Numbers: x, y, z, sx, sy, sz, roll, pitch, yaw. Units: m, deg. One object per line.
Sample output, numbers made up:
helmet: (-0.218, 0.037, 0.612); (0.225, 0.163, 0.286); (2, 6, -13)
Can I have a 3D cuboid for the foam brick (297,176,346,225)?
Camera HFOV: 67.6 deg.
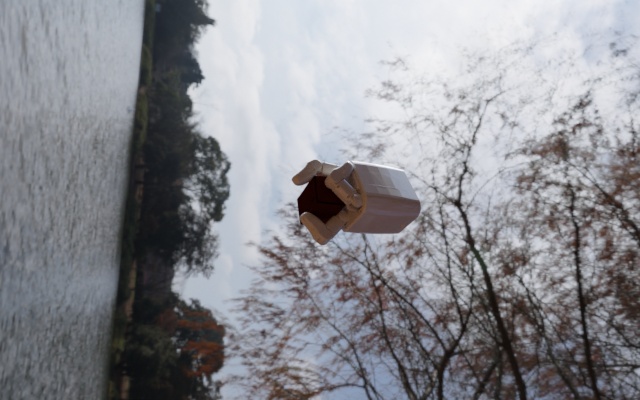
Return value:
foam brick: (0.000, 0.003, 0.786); (0.051, 0.053, 0.078); (6, -31, -23)
